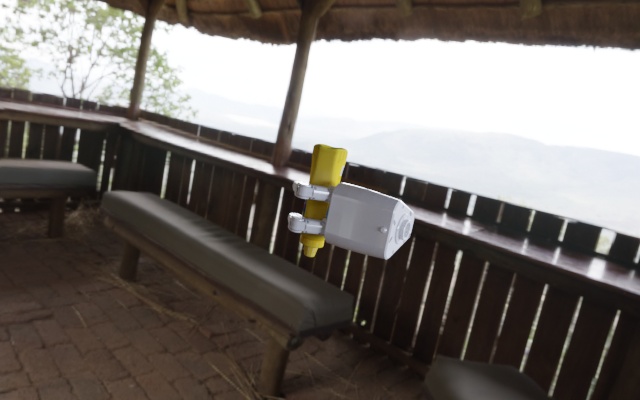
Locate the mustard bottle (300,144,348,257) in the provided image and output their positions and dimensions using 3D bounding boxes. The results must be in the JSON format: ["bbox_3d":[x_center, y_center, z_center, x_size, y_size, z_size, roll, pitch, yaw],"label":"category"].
[{"bbox_3d":[0.000,0.002,0.807,0.058,0.191,0.096,12,9,4],"label":"mustard bottle"}]
